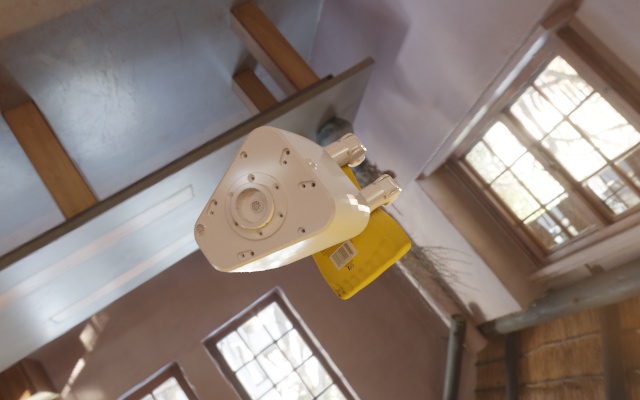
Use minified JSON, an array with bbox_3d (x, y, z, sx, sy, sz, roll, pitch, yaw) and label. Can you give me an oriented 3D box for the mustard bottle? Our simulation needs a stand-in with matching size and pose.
[{"bbox_3d":[0.000,0.002,0.499,0.058,0.191,0.096,-22,-21,-52],"label":"mustard bottle"}]
